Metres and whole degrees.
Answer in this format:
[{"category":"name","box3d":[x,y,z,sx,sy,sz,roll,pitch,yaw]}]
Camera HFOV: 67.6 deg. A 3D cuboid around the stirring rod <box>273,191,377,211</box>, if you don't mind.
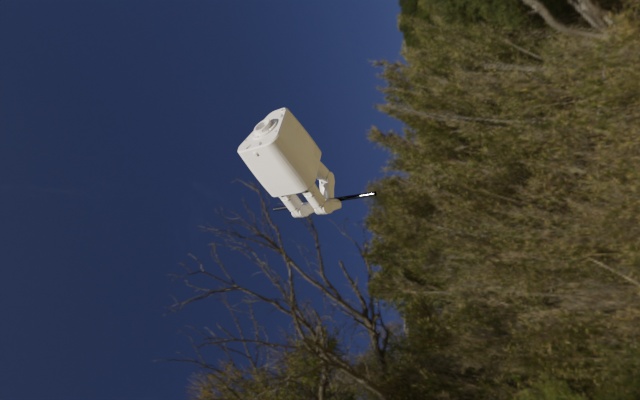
[{"category":"stirring rod","box3d":[0.000,0.003,0.881,0.239,0.011,0.011,-9,-6,39]}]
